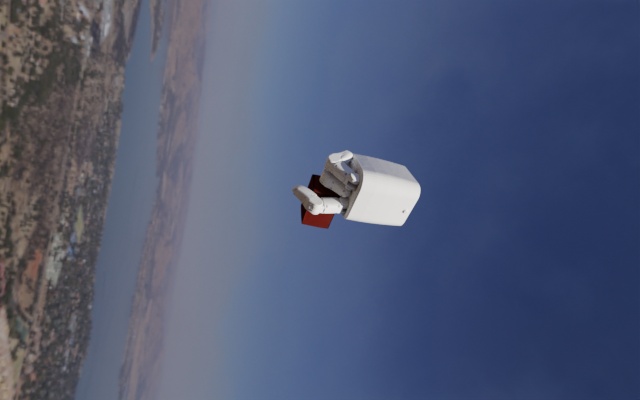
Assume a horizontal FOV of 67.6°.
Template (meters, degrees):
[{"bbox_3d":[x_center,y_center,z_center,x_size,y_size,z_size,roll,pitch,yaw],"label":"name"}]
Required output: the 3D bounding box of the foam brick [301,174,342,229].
[{"bbox_3d":[0.000,0.003,0.838,0.051,0.078,0.053,11,41,-13],"label":"foam brick"}]
